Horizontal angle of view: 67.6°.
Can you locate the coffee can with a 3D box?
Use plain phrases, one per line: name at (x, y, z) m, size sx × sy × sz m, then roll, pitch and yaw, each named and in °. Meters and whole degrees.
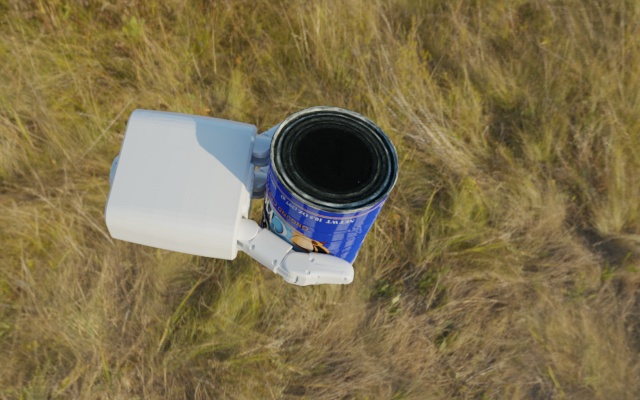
coffee can at (0.000, 0.002, 0.428) m, size 0.103 × 0.102 × 0.140 m, roll 0°, pitch -32°, yaw -11°
